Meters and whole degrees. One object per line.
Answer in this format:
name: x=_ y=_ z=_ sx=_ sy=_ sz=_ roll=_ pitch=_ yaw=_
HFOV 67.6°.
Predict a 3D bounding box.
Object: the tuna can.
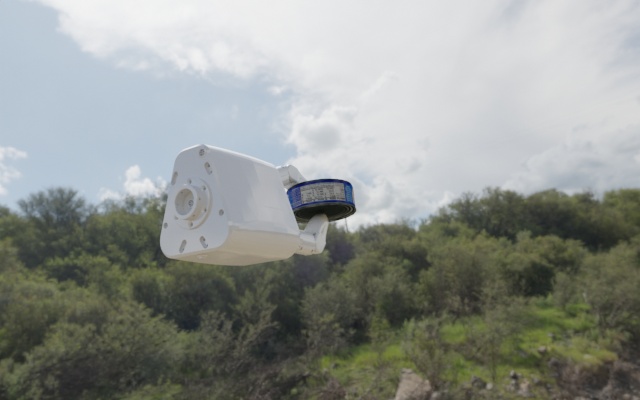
tuna can: x=0.000 y=0.001 z=0.591 sx=0.086 sy=0.033 sz=0.086 roll=-6 pitch=-16 yaw=-2
